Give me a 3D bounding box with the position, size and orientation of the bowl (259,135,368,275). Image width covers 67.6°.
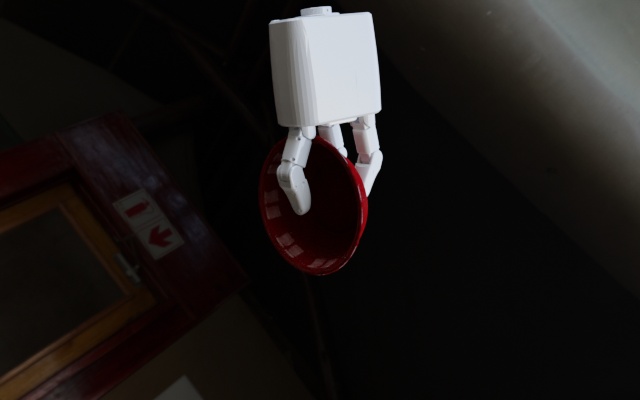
[{"bbox_3d":[0.000,0.003,0.555,0.162,0.162,0.055,0,8,43],"label":"bowl"}]
